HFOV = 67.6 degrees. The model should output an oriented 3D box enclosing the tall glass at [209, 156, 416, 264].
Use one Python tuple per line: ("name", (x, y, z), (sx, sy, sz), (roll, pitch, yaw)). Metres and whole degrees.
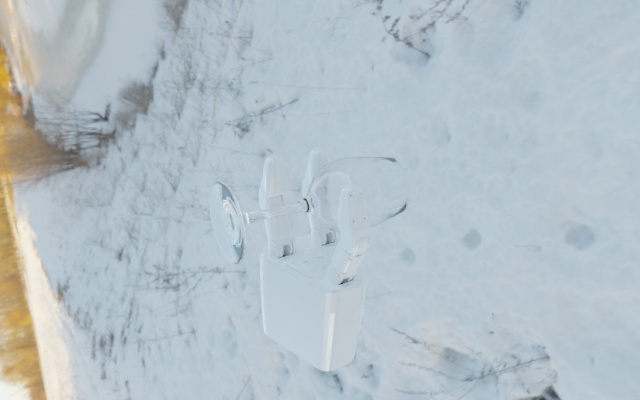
("tall glass", (0.000, 0.002, 0.468), (0.201, 0.079, 0.079), (-13, 7, -31))
